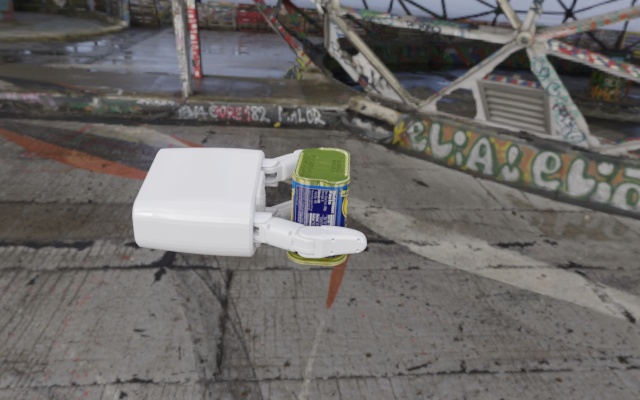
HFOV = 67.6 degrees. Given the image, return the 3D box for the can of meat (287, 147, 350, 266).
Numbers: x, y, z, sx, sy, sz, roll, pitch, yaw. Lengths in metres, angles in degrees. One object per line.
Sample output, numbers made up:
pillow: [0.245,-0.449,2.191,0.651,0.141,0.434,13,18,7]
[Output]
can of meat: [0.000,0.001,0.469,0.057,0.084,0.102,4,24,1]
